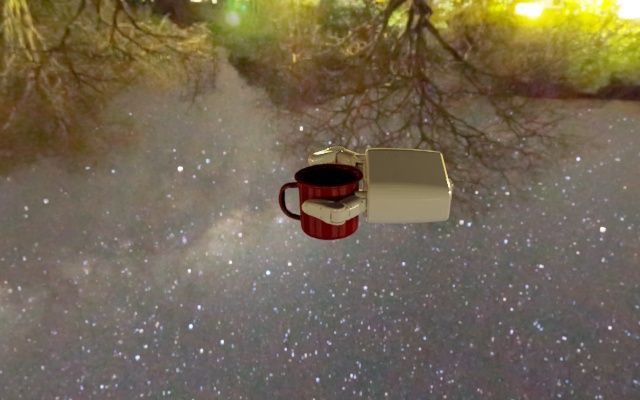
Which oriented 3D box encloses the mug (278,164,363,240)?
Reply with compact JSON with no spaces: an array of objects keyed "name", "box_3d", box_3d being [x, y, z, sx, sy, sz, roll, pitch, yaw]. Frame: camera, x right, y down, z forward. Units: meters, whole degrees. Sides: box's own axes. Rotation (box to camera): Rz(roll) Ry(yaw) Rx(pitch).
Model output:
[{"name":"mug","box_3d":[-0.001,0.002,0.659,0.117,0.081,0.093,0,23,4]}]
